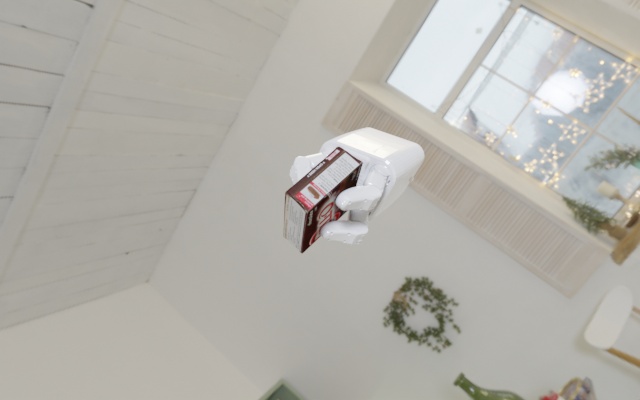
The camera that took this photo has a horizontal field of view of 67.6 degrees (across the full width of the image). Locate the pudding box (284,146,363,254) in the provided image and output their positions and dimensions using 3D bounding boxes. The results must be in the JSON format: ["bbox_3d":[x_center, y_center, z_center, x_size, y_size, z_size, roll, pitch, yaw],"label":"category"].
[{"bbox_3d":[0.000,0.002,0.554,0.039,0.090,0.114,39,-25,18],"label":"pudding box"}]
